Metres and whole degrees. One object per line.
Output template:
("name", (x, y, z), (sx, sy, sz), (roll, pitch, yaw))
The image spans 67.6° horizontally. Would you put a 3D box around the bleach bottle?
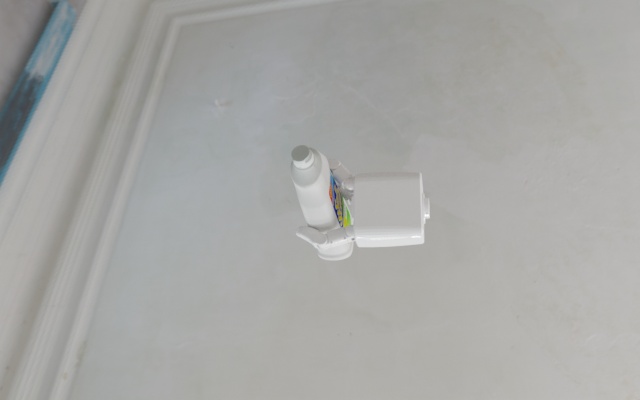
("bleach bottle", (0.000, 0.002, 0.778), (0.068, 0.102, 0.251), (-4, -31, 13))
